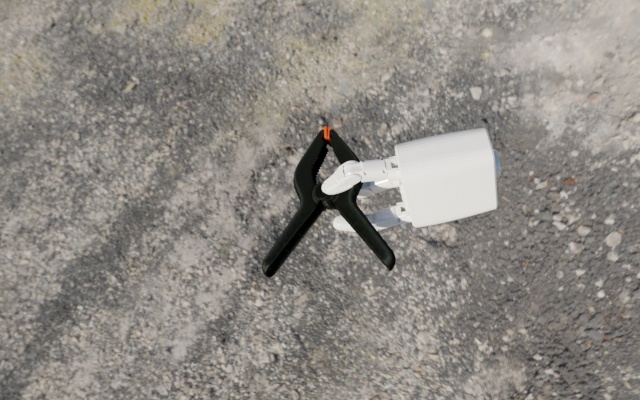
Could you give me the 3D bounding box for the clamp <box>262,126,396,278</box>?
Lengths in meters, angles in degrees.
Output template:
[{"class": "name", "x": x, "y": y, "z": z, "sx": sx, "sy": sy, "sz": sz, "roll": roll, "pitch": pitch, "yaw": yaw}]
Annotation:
[{"class": "clamp", "x": 0.000, "y": 0.001, "z": 0.613, "sx": 0.164, "sy": 0.210, "sz": 0.036, "roll": -11, "pitch": -27, "yaw": 10}]
